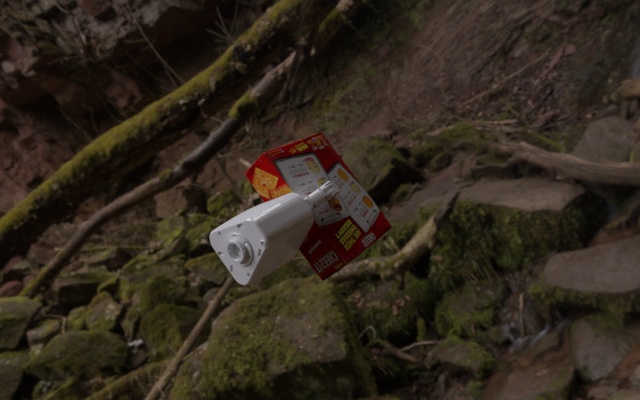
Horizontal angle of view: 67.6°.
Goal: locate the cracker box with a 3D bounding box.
[{"bbox_3d":[0.000,0.002,0.798,0.072,0.213,0.164,-40,-7,38],"label":"cracker box"}]
